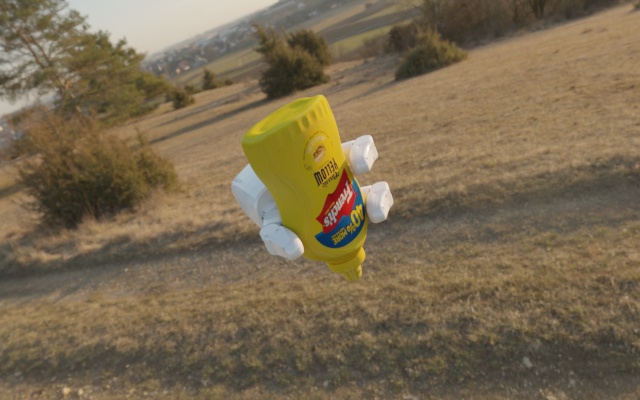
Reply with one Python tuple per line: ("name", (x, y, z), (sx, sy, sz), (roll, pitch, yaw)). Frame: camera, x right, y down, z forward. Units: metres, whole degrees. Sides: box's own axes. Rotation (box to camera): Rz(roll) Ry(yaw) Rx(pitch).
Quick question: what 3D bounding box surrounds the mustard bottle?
("mustard bottle", (0.000, 0.001, 0.474), (0.058, 0.192, 0.096), (0, 33, 42))
